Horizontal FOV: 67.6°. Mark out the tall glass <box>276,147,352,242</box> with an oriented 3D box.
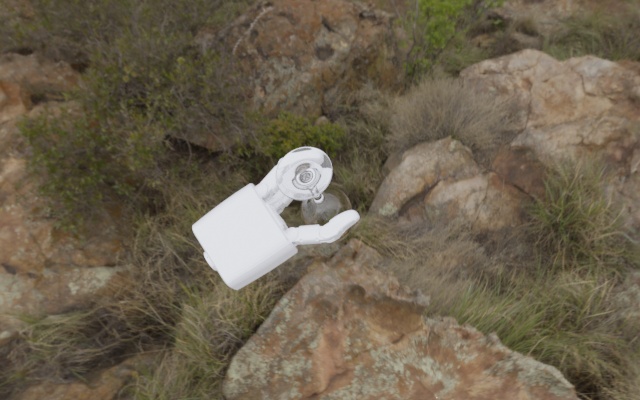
[{"bbox_3d":[0.000,0.002,0.689,0.079,0.079,0.201,0,-22,14],"label":"tall glass"}]
